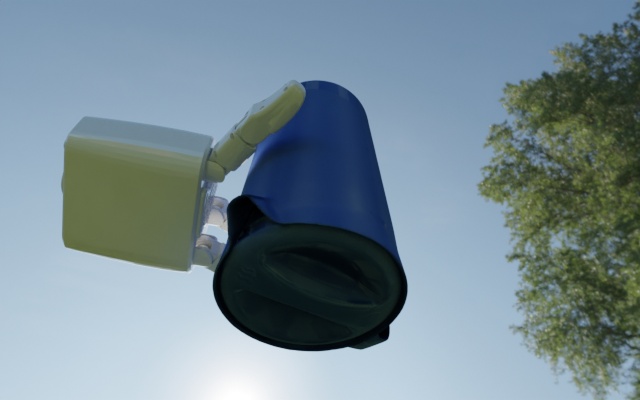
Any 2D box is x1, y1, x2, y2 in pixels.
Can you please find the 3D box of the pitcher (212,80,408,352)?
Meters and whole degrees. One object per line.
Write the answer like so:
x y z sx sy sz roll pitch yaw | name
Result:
0.000 0.001 0.420 0.145 0.149 0.242 9 38 -5 | pitcher
